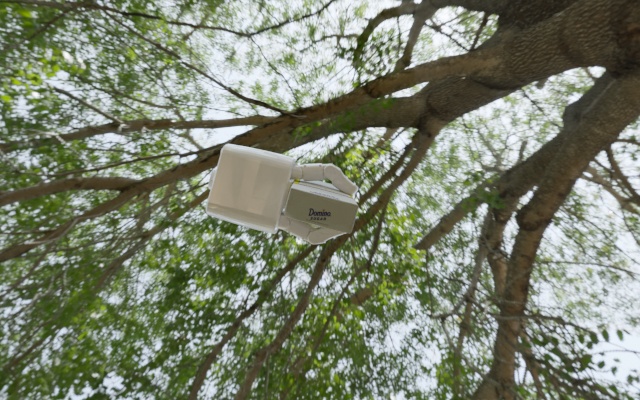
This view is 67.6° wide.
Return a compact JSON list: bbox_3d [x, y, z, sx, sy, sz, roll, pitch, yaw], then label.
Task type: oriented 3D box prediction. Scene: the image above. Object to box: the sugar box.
[{"bbox_3d":[0.000,0.003,0.695,0.093,0.048,0.176,15,10,-2],"label":"sugar box"}]
